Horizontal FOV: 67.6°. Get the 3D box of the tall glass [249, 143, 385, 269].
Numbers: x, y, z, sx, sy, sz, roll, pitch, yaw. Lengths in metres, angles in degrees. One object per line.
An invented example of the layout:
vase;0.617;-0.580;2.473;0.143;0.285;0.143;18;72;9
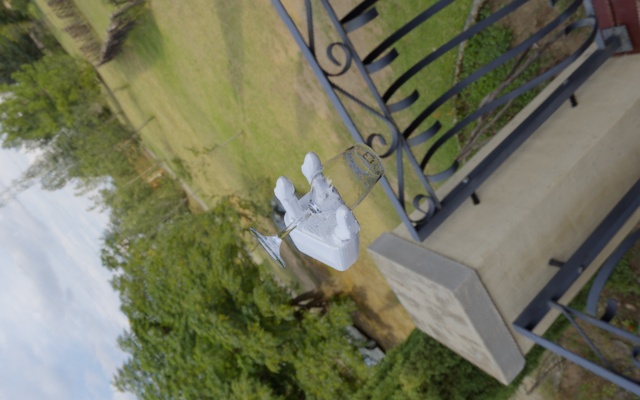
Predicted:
tall glass;0.000;0.003;0.675;0.201;0.079;0.079;-41;12;-15
